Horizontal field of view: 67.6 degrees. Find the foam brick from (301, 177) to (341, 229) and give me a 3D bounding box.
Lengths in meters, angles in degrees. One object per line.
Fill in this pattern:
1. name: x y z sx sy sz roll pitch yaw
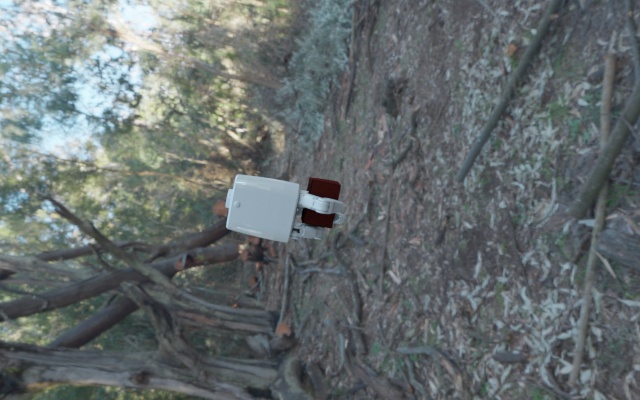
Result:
1. foam brick: 0.000 0.002 0.814 0.051 0.078 0.053 11 6 -7
